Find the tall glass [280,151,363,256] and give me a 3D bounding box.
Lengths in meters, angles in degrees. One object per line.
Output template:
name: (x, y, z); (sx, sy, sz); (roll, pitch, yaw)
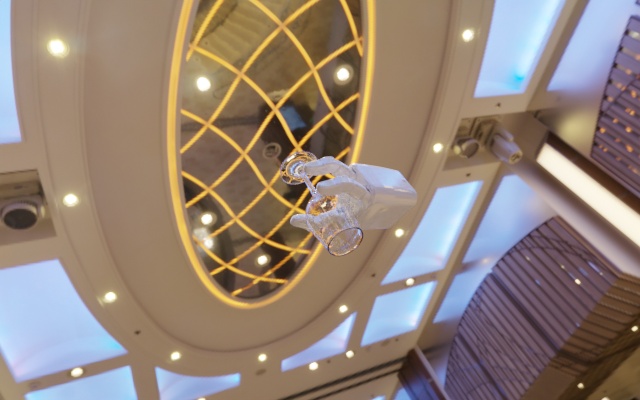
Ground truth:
tall glass: (0.000, 0.002, 0.810); (0.079, 0.079, 0.201); (0, 39, -31)
